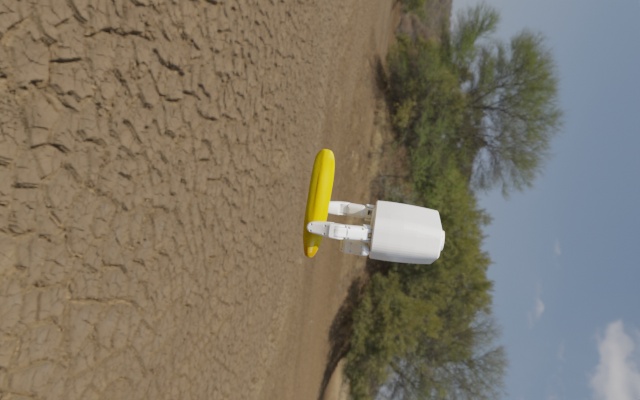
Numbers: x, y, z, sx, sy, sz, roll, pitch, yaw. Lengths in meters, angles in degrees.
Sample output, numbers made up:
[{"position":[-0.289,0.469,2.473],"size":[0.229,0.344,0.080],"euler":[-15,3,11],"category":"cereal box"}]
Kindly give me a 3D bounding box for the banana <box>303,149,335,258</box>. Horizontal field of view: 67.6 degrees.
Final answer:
[{"position":[-0.001,-0.007,0.785],"size":[0.037,0.197,0.070],"euler":[7,-21,6],"category":"banana"}]
